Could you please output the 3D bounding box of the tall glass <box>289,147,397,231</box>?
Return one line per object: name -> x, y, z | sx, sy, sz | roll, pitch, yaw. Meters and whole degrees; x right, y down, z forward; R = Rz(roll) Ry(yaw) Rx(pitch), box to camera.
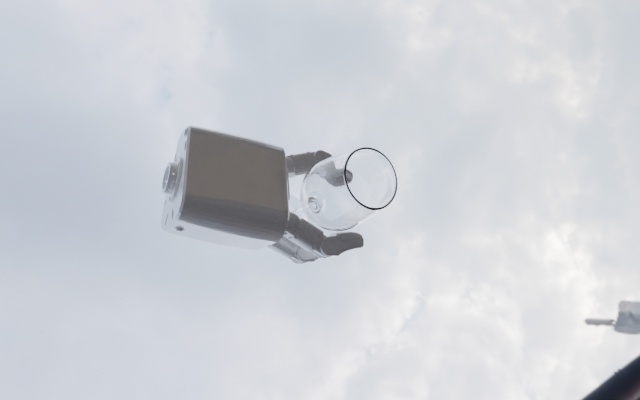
tall glass -> 0.000, 0.002, 0.534 | 0.079, 0.079, 0.201 | 0, -13, -30
